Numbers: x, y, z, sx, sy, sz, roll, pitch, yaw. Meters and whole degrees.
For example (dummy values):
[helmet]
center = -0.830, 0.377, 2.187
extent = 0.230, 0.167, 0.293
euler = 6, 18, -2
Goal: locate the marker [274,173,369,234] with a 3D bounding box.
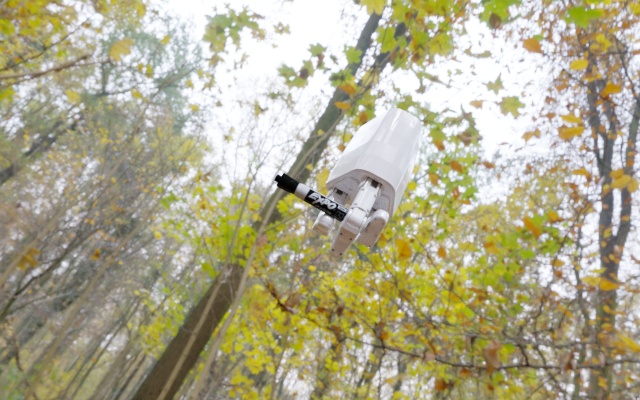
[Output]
[marker]
center = 0.000, 0.002, 0.563
extent = 0.121, 0.020, 0.020
euler = 29, -1, -1
